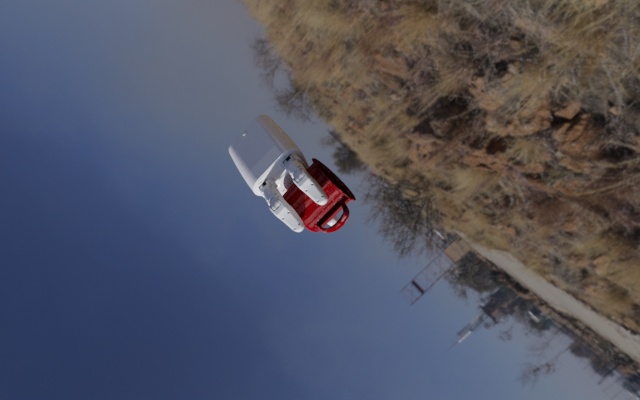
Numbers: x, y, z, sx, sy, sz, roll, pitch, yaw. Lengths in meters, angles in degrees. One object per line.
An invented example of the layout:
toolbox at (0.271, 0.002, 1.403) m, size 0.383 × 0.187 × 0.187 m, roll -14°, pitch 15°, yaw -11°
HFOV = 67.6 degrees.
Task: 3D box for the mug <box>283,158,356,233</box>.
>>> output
mug at (0.001, 0.004, 0.737) m, size 0.093 × 0.081 × 0.117 m, roll 30°, pitch 17°, yaw -53°
